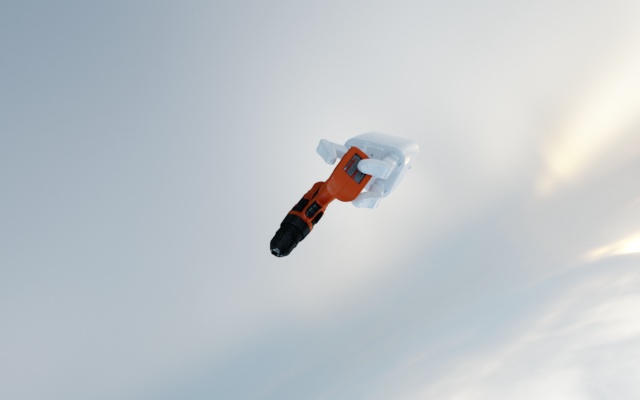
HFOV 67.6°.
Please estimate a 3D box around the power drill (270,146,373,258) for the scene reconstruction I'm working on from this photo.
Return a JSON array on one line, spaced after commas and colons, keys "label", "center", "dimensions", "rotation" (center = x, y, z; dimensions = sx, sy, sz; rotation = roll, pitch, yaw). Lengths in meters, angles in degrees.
[{"label": "power drill", "center": [0.001, 0.002, 0.793], "dimensions": [0.188, 0.057, 0.184], "rotation": [-39, 12, 49]}]
